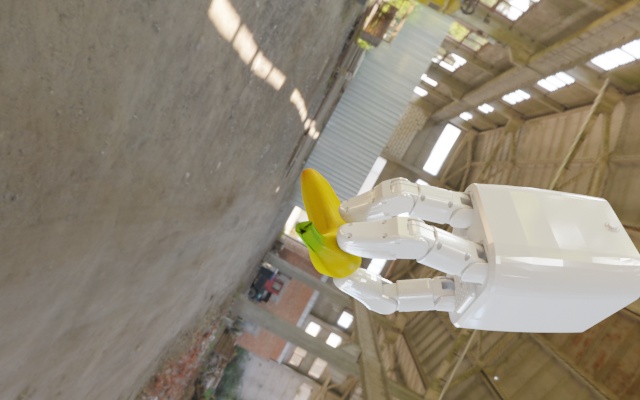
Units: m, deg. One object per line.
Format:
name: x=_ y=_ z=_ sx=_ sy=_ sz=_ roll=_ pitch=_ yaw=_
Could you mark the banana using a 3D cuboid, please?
banana: x=0.006 y=0.019 z=0.405 sx=0.037 sy=0.070 sz=0.197 roll=-20 pitch=14 yaw=2
